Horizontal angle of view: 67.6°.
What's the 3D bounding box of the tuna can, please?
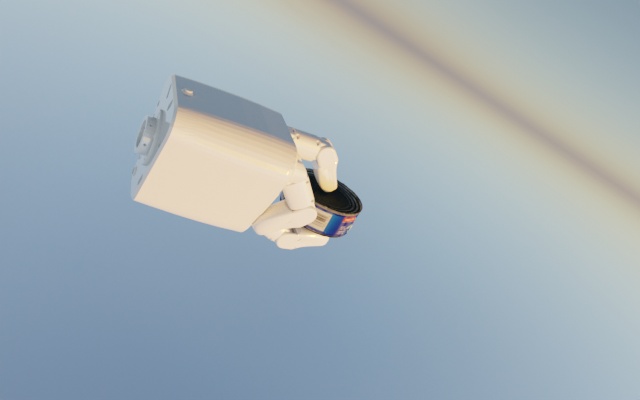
[{"bbox_3d":[0.000,0.002,0.515,0.086,0.034,0.086,24,24,-11],"label":"tuna can"}]
